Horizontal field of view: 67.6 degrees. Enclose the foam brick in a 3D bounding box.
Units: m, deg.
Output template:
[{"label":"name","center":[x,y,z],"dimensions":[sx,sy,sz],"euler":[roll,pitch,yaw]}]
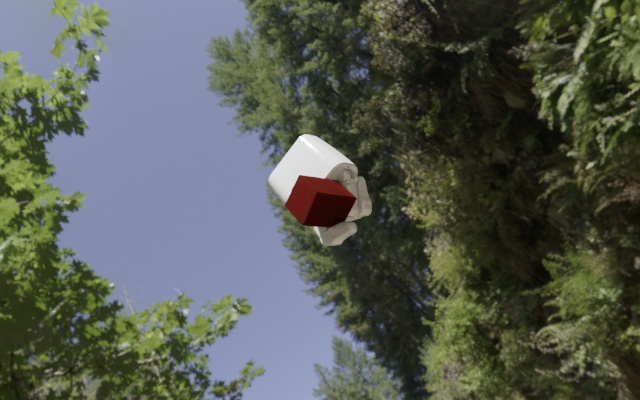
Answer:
[{"label":"foam brick","center":[0.000,0.002,0.669],"dimensions":[0.078,0.053,0.051],"euler":[7,28,-44]}]
